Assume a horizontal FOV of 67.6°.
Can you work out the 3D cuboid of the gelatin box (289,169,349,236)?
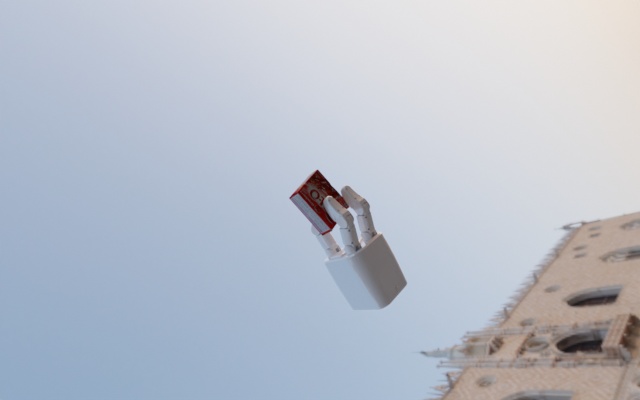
[{"bbox_3d":[0.000,0.003,0.811,0.030,0.089,0.073,-32,13,45],"label":"gelatin box"}]
